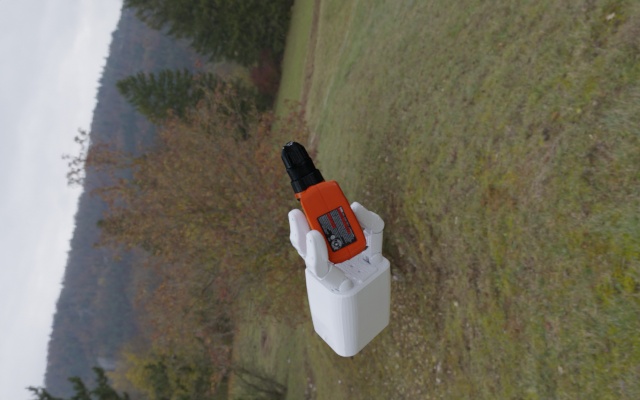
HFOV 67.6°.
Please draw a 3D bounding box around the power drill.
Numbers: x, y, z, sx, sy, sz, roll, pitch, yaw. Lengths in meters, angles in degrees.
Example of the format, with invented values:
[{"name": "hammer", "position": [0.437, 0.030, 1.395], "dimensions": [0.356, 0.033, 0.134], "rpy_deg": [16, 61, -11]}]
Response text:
[{"name": "power drill", "position": [0.000, 0.003, 0.674], "dimensions": [0.057, 0.184, 0.187], "rpy_deg": [-28, 10, -1]}]
